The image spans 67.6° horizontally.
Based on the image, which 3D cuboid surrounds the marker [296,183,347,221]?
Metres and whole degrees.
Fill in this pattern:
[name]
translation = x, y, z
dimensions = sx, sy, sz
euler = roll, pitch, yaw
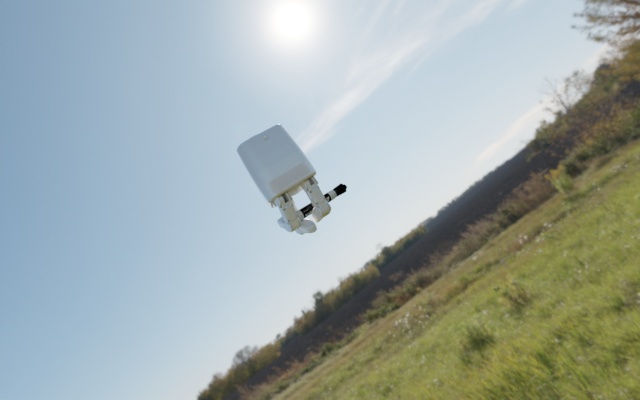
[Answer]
[marker]
translation = 0.000, 0.003, 0.851
dimensions = 0.121, 0.020, 0.020
euler = -32, 15, -25
